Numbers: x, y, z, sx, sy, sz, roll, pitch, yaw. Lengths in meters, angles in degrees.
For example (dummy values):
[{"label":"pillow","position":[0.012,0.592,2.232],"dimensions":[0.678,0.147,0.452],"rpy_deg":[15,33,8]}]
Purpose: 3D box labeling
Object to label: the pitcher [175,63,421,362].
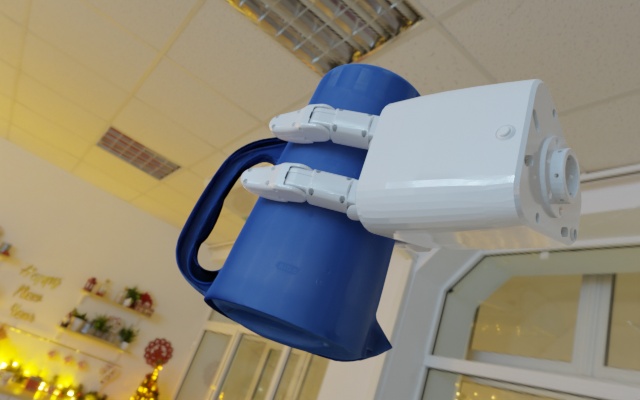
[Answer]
[{"label":"pitcher","position":[0.000,0.001,0.412],"dimensions":[0.145,0.242,0.149],"rpy_deg":[-2,-32,43]}]
